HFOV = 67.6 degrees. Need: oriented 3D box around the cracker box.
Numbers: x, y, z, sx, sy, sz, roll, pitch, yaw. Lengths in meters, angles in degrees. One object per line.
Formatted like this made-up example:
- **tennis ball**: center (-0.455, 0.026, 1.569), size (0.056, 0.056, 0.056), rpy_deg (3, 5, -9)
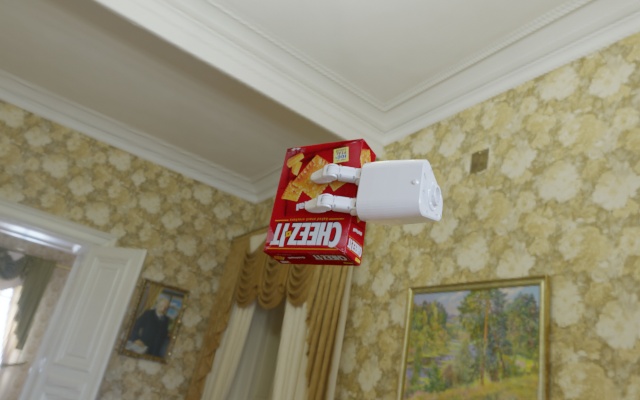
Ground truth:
- **cracker box**: center (0.000, 0.003, 0.848), size (0.164, 0.213, 0.072), rpy_deg (-3, -27, 30)
